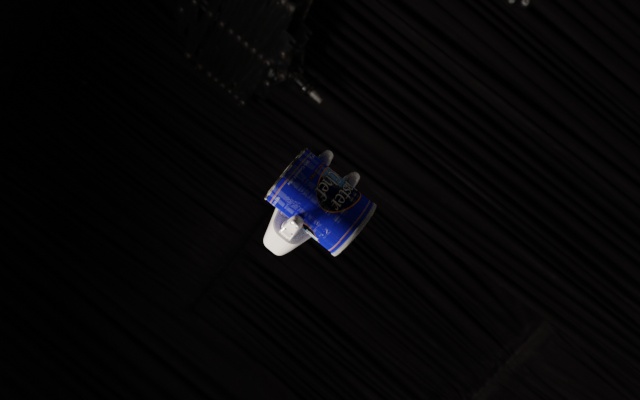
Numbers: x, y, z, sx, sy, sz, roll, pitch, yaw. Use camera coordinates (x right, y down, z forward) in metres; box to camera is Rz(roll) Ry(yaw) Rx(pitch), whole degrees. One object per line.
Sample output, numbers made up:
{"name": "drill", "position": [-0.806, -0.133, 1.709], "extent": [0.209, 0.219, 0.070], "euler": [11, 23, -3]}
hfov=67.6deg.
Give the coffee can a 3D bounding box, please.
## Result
{"name": "coffee can", "position": [0.000, 0.002, 0.736], "extent": [0.140, 0.103, 0.103], "euler": [39, -2, -2]}
